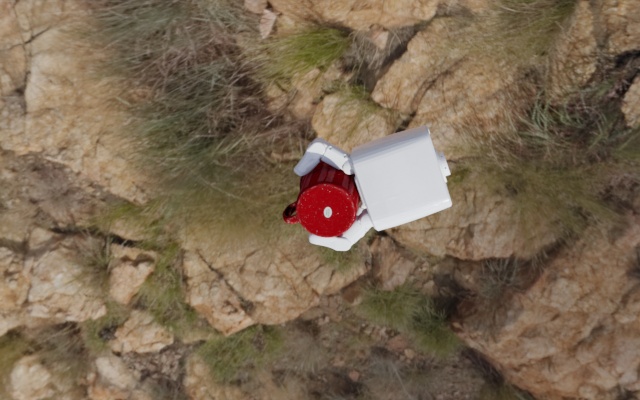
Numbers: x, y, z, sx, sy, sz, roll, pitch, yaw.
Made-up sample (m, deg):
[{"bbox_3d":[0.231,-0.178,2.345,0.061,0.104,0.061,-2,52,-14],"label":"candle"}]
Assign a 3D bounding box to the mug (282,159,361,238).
[{"bbox_3d":[-0.001,0.003,0.659,0.117,0.093,0.081,-19,21,15],"label":"mug"}]
